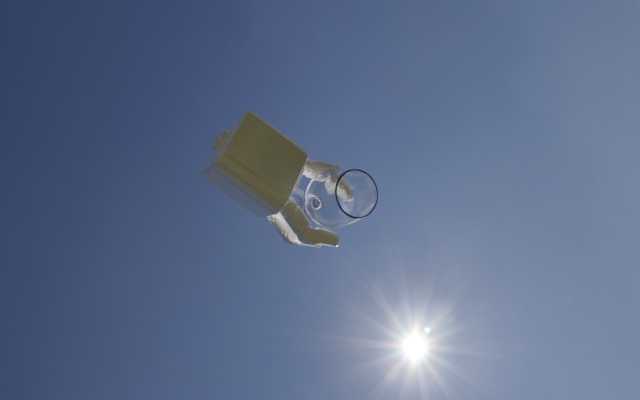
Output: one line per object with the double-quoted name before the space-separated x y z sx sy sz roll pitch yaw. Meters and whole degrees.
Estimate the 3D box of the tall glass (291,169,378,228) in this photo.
"tall glass" 0.000 0.002 0.675 0.079 0.079 0.201 0 -6 -27
